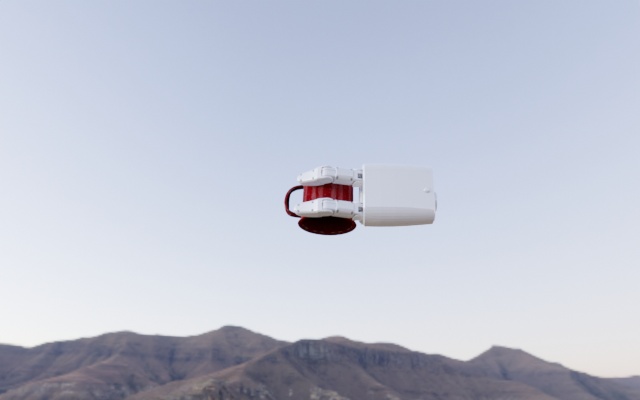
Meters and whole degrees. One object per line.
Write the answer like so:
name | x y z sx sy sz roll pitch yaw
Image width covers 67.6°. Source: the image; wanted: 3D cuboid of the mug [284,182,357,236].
mug | -0.001 0.002 0.769 0.117 0.081 0.093 2 -24 2
